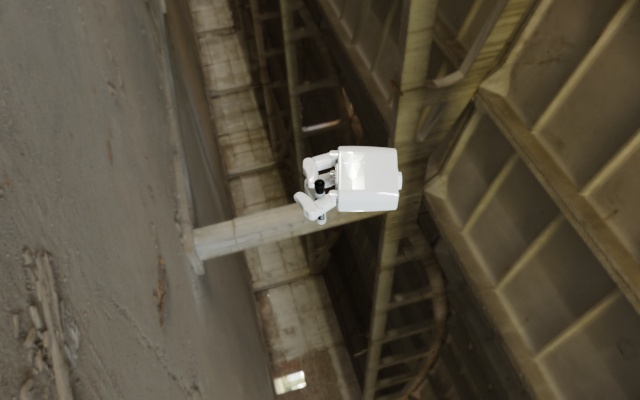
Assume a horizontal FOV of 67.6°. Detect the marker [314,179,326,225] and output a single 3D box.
[{"bbox_3d":[0.000,0.003,0.861,0.020,0.020,0.121,0,-37,2],"label":"marker"}]
